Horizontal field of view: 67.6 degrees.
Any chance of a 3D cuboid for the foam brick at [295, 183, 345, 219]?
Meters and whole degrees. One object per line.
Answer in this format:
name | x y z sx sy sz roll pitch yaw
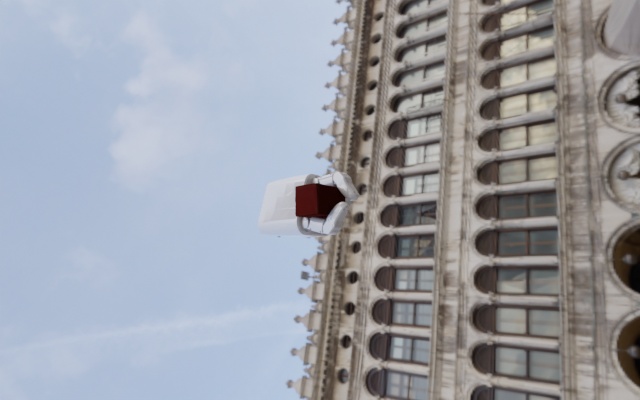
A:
foam brick | 0.000 0.003 0.810 0.051 0.053 0.078 -6 -10 39
